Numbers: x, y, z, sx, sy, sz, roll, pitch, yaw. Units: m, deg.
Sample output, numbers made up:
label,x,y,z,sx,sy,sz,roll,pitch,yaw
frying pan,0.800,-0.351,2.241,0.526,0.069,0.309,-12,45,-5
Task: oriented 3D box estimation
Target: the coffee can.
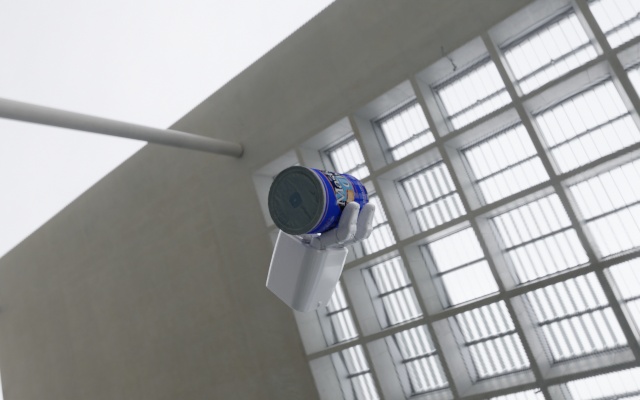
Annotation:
label,x,y,z,sx,sy,sz,roll,pitch,yaw
coffee can,0.000,0.002,0.757,0.103,0.103,0.140,0,-2,33
